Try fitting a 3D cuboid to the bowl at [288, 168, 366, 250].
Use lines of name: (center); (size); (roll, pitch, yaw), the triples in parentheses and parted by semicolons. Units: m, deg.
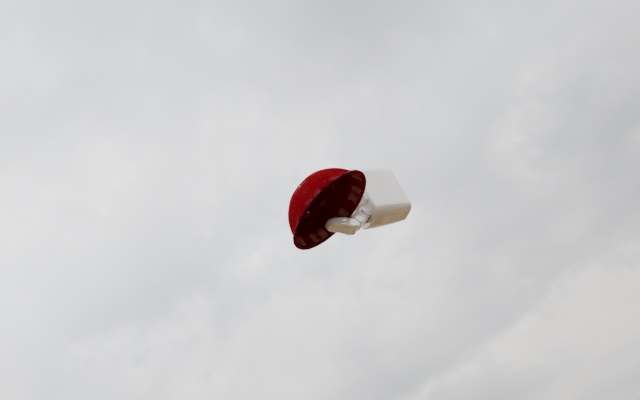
bowl: (-0.001, 0.002, 0.779); (0.055, 0.162, 0.162); (41, 20, 25)
